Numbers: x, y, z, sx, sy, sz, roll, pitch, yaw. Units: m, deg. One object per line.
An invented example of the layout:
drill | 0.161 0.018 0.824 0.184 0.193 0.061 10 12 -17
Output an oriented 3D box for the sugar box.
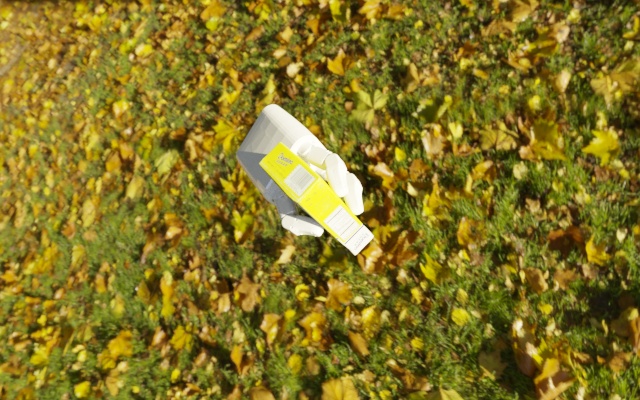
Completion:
sugar box | 0.000 0.002 0.638 0.093 0.048 0.176 45 3 38
